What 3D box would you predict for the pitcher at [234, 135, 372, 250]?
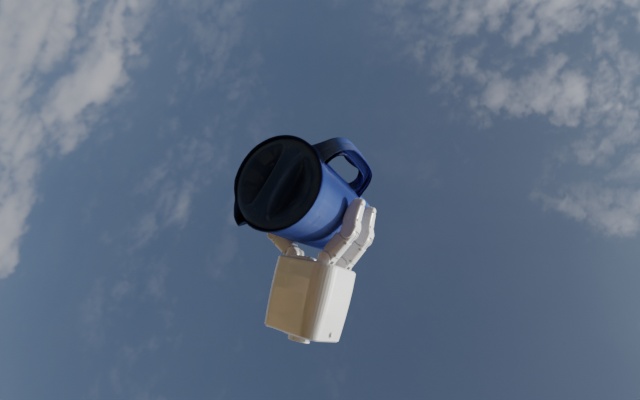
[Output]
[{"bbox_3d":[0.000,0.003,0.712,0.149,0.145,0.243,8,-12,29],"label":"pitcher"}]
